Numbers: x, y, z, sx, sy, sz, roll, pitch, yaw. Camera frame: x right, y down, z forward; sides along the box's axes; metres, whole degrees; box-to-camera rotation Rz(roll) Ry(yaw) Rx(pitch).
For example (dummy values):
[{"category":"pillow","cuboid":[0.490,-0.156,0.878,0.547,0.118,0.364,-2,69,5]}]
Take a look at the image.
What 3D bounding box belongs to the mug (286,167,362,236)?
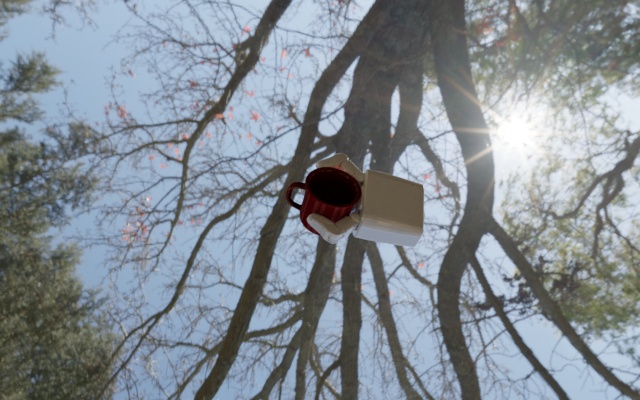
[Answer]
[{"category":"mug","cuboid":[-0.001,0.002,0.789,0.117,0.093,0.082,13,-46,-7]}]
